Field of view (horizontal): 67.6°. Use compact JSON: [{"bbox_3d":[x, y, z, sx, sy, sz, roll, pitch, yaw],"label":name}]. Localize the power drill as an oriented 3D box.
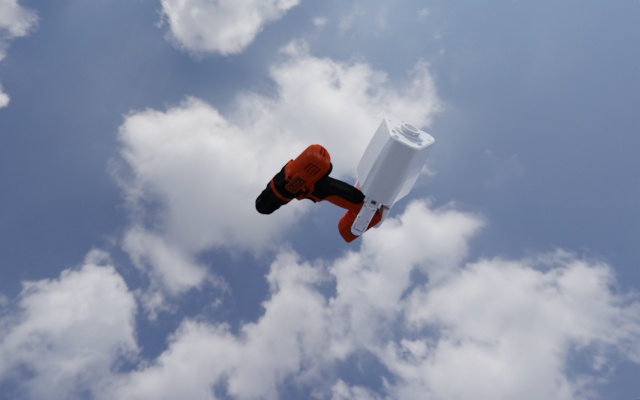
[{"bbox_3d":[0.001,0.003,0.830,0.188,0.057,0.184,30,-46,-25],"label":"power drill"}]
